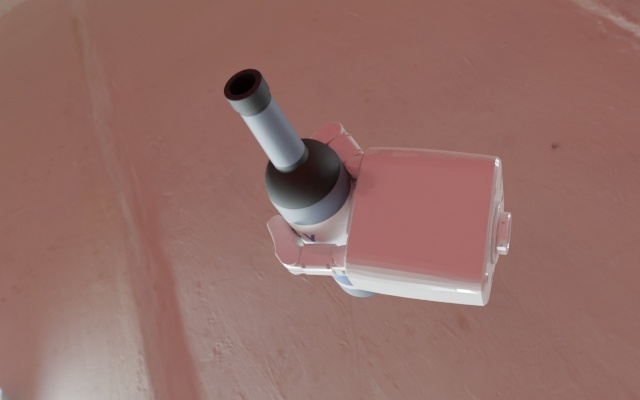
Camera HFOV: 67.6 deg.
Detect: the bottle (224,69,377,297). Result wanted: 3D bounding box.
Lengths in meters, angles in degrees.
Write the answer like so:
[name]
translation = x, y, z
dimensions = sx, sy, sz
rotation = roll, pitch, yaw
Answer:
[bottle]
translation = 0.000, 0.002, 0.419
dimensions = 0.069, 0.069, 0.296
rotation = 0, -31, 23
